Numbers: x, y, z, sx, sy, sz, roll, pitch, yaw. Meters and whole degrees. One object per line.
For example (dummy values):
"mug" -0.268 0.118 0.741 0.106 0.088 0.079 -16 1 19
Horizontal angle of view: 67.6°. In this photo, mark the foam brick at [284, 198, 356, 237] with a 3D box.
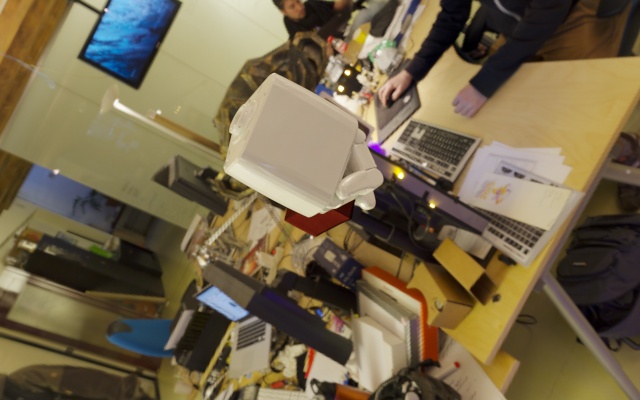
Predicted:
"foam brick" 0.000 0.002 0.579 0.051 0.053 0.078 27 -34 -24
